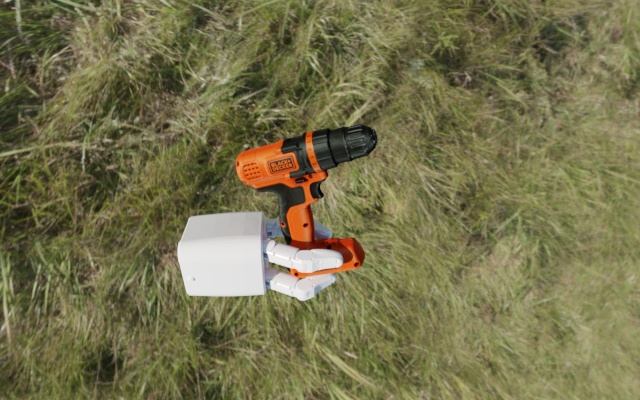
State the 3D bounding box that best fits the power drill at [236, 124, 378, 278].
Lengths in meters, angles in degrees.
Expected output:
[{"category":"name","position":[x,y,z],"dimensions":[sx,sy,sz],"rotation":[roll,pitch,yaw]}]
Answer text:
[{"category":"power drill","position":[0.000,0.003,0.624],"dimensions":[0.184,0.188,0.057],"rotation":[-11,19,17]}]
